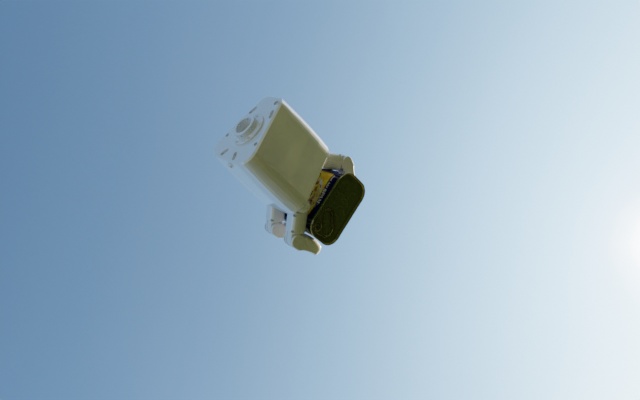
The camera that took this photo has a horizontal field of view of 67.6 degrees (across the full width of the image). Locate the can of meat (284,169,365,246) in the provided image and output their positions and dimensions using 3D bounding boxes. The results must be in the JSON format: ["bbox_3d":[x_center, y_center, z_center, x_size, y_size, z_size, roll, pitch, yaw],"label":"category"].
[{"bbox_3d":[0.000,0.002,0.681,0.084,0.102,0.057,22,-14,48],"label":"can of meat"}]
